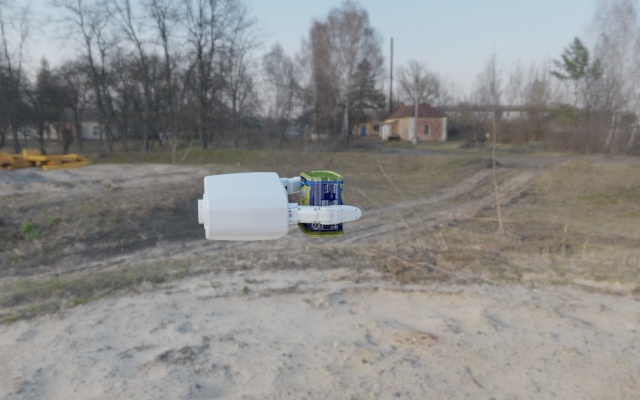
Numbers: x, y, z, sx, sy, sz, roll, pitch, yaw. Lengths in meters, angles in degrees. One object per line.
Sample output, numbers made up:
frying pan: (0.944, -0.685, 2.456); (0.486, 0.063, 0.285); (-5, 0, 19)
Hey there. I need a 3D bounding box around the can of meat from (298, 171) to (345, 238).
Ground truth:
can of meat: (0.000, 0.002, 0.700); (0.057, 0.084, 0.102); (-1, 9, -12)
